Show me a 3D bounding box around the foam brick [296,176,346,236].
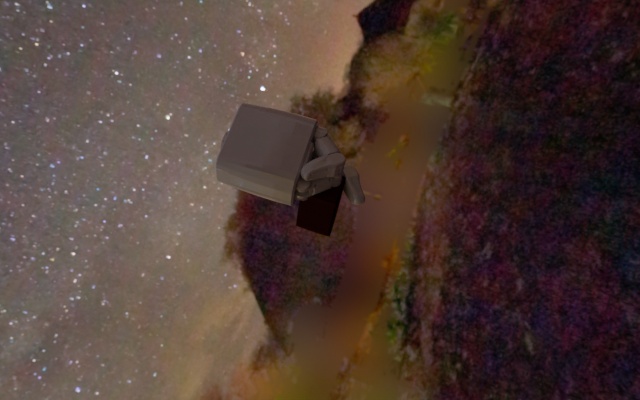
[{"bbox_3d":[0.000,0.002,0.664,0.051,0.053,0.078,16,-39,4],"label":"foam brick"}]
